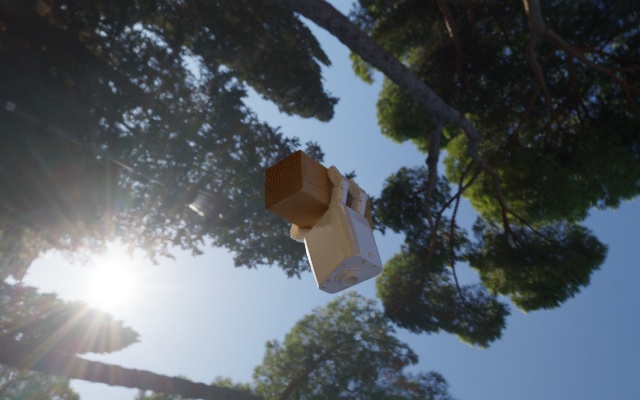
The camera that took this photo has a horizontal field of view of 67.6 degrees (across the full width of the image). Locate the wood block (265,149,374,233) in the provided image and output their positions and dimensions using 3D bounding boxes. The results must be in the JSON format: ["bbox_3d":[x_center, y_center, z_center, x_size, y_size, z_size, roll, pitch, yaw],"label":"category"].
[{"bbox_3d":[0.000,0.003,0.895,0.091,0.090,0.206,-27,-40,30],"label":"wood block"}]
